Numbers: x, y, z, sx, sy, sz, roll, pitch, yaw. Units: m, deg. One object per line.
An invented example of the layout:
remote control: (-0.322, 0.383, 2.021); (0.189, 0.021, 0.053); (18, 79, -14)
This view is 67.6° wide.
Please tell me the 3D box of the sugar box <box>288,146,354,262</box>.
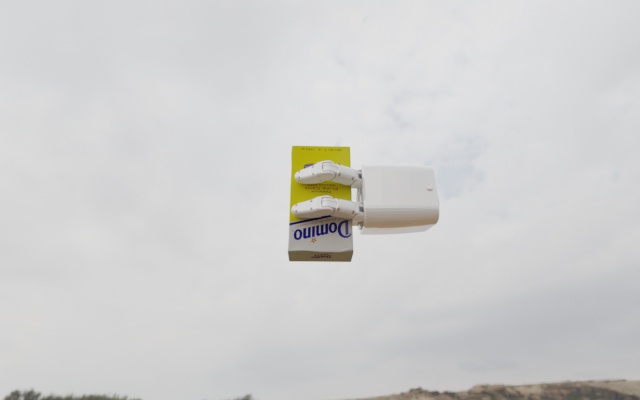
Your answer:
sugar box: (0.000, 0.002, 0.708); (0.093, 0.176, 0.048); (0, -30, -1)
